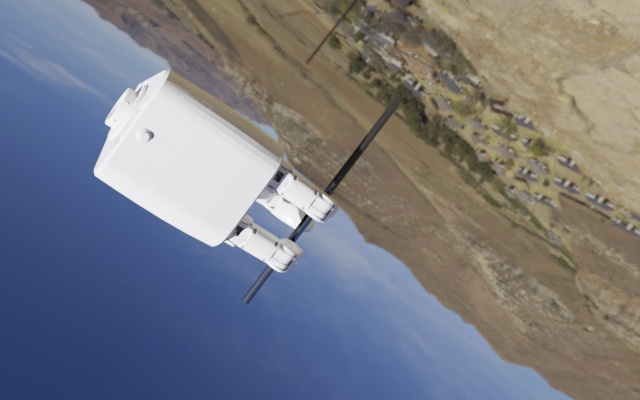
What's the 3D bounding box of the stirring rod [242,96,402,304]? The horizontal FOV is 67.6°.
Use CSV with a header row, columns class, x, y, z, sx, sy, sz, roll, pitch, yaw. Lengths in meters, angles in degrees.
class,x,y,z,sx,sy,sz,roll,pitch,yaw
stirring rod,0.000,0.001,0.451,0.011,0.239,0.011,37,4,-3
